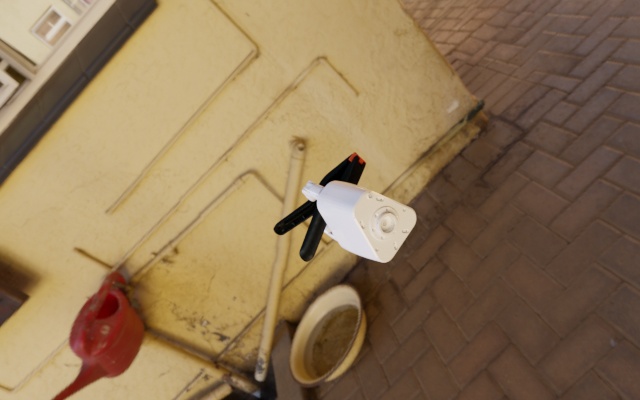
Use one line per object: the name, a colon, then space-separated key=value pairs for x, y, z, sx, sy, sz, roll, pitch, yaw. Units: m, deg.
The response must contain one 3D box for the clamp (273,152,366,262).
clamp: x=0.000 y=0.002 z=0.847 sx=0.036 sy=0.210 sz=0.164 roll=41 pitch=-11 yaw=-26
